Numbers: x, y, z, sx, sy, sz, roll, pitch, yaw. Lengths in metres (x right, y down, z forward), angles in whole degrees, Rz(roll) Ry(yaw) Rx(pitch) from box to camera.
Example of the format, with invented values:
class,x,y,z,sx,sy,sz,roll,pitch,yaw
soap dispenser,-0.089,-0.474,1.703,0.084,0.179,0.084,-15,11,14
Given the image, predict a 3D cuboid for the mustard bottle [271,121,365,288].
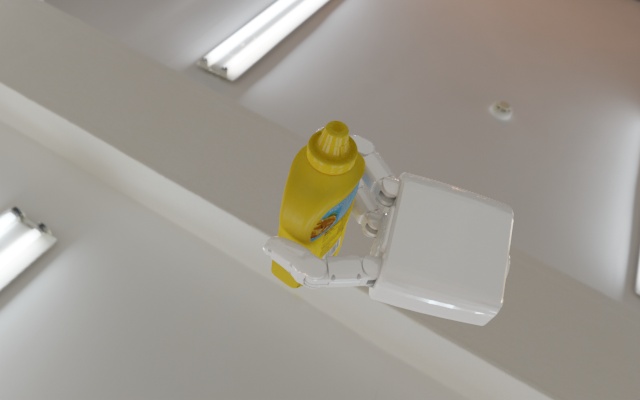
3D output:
class,x,y,z,sx,sy,sz,roll,pitch,yaw
mustard bottle,0.000,0.001,0.441,0.058,0.096,0.192,35,-34,15
